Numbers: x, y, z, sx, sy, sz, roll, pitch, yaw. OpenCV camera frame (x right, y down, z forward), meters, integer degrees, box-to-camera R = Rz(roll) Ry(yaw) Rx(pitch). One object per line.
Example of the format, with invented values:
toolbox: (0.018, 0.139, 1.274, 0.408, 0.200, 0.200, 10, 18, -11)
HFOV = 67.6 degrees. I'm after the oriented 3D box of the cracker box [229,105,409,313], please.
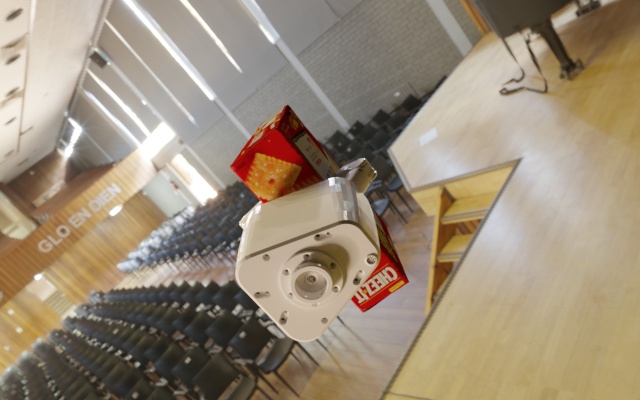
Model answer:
cracker box: (0.000, 0.002, 0.552, 0.072, 0.214, 0.164, -37, 16, 11)
